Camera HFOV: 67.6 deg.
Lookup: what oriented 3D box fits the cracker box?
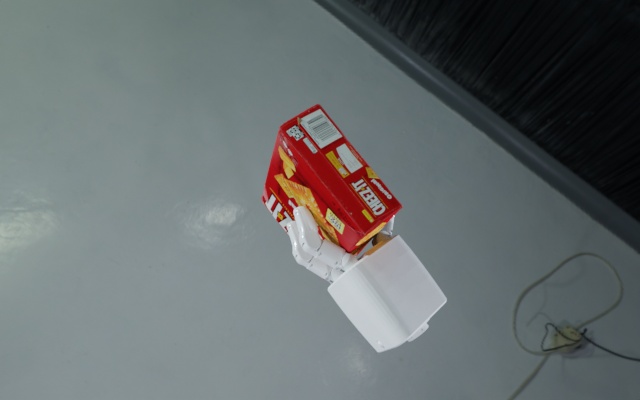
[{"bbox_3d":[0.000,0.002,0.639,0.072,0.164,0.214,-33,-12,-24],"label":"cracker box"}]
